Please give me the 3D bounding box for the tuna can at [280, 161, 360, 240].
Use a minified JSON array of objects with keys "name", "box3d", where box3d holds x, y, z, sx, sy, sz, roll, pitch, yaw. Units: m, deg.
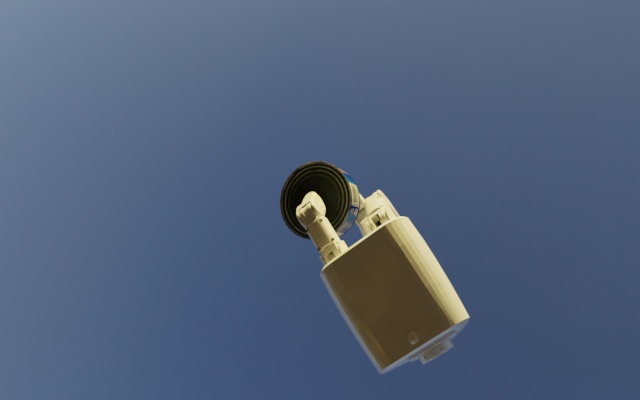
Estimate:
[{"name":"tuna can","box3d":[0.000,0.002,0.531,0.086,0.086,0.034,0,-8,26]}]
